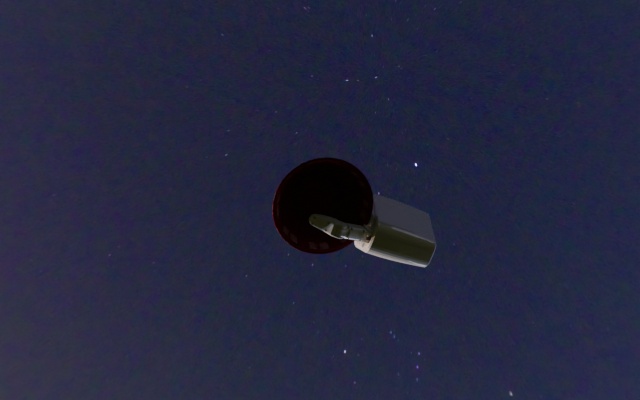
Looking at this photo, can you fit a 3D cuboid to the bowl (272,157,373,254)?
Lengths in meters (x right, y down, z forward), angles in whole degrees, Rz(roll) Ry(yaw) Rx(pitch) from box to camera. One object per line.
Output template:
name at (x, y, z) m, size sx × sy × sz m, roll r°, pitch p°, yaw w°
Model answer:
bowl at (-0.001, 0.002, 0.766) m, size 0.162 × 0.162 × 0.055 m, roll 0°, pitch 21°, yaw -13°
